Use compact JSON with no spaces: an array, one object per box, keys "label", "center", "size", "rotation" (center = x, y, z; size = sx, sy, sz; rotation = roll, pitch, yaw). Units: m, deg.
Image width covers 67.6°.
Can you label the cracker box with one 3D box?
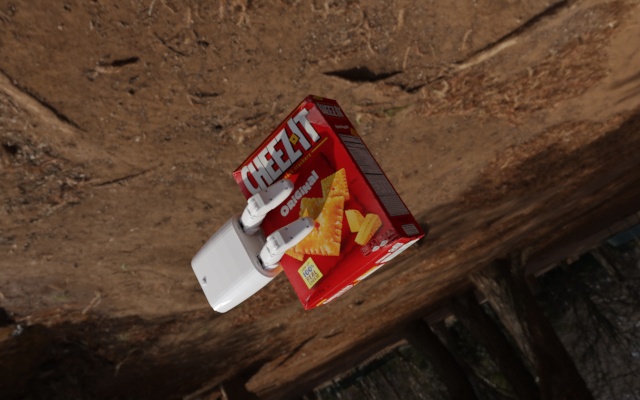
[{"label":"cracker box","center":[0.000,0.002,0.602],"size":[0.164,0.213,0.072],"rotation":[-40,-20,27]}]
